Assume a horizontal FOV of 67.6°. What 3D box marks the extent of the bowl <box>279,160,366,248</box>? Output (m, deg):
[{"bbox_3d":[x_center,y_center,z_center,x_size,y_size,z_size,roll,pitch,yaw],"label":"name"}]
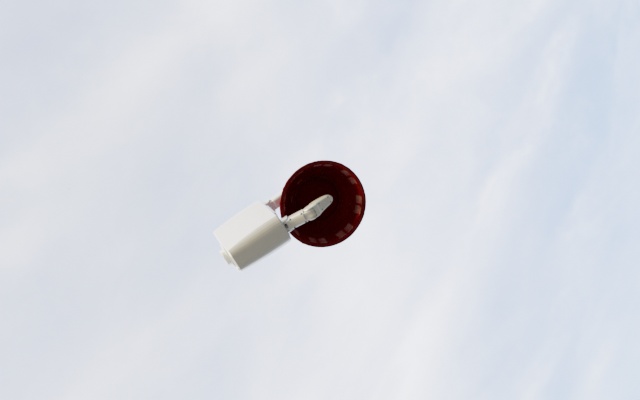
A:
[{"bbox_3d":[0.001,0.002,0.888,0.162,0.162,0.055,0,10,-13],"label":"bowl"}]
